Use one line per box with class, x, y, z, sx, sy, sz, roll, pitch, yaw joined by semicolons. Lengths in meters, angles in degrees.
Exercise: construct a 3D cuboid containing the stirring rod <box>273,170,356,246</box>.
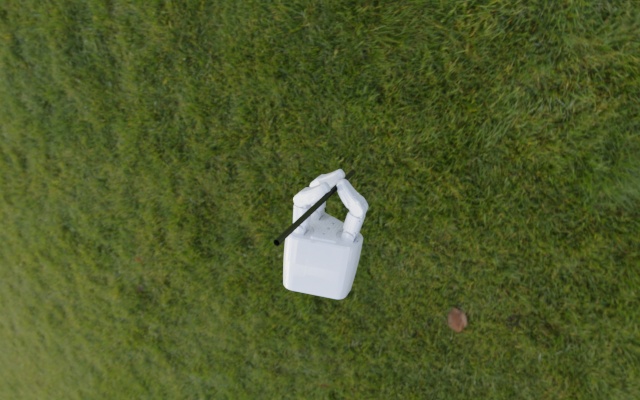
stirring rod;0.000;0.002;0.653;0.011;0.011;0.239;0;23;28
